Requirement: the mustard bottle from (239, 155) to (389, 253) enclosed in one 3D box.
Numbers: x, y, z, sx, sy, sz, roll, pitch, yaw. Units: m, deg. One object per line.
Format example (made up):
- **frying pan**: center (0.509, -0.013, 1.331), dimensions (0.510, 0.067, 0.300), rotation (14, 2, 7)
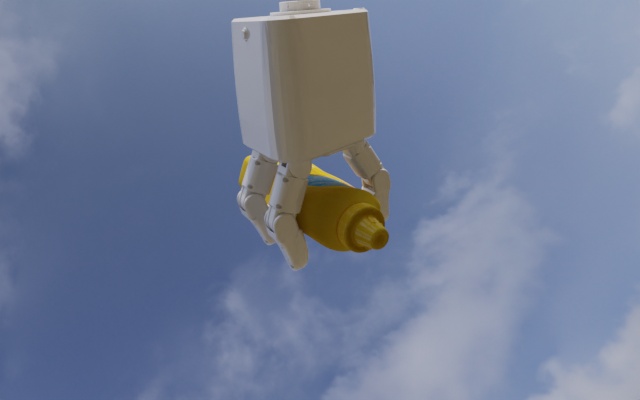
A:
- **mustard bottle**: center (0.000, 0.002, 0.450), dimensions (0.096, 0.058, 0.191), rotation (11, 11, -34)
